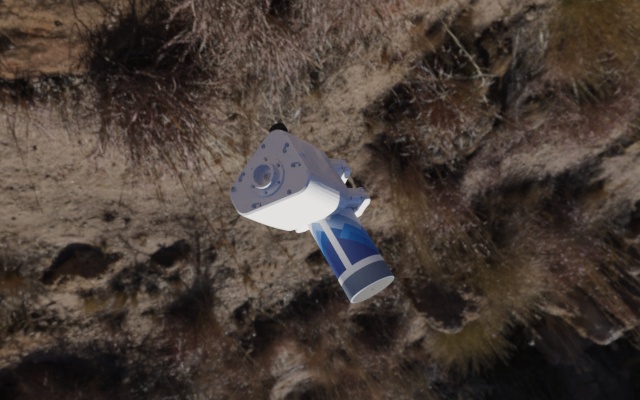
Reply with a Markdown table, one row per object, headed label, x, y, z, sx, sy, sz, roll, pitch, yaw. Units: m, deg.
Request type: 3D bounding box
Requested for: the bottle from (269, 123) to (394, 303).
| label | x | y | z | sx | sy | sz | roll | pitch | yaw |
| --- | --- | --- | --- | --- | --- | --- | --- | --- | --- |
| bottle | 0.000 | 0.002 | 0.687 | 0.069 | 0.295 | 0.069 | -25 | -25 | -13 |
